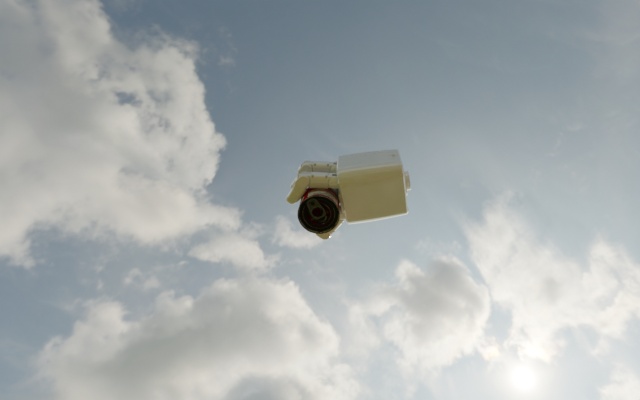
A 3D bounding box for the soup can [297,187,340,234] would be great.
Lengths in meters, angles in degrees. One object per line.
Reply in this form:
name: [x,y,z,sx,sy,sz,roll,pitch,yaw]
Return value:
soup can: [0.000,0.003,0.805,0.068,0.068,0.102,0,24,4]
